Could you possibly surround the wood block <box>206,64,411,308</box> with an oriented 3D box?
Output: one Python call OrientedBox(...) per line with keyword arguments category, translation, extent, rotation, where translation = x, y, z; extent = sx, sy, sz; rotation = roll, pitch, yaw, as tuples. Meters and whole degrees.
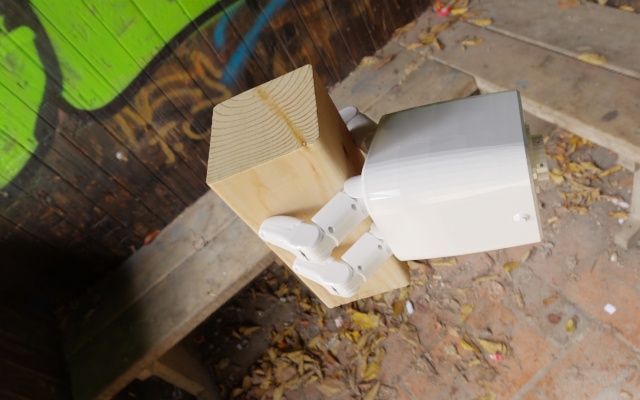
OrientedBox(category="wood block", translation=(0.000, 0.001, 0.417), extent=(0.090, 0.090, 0.206), rotation=(-20, -43, 16))
